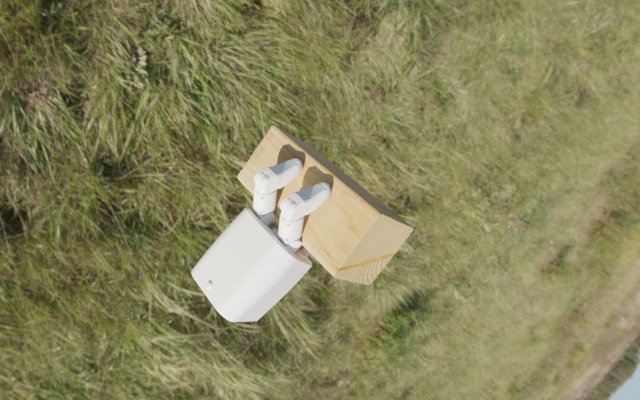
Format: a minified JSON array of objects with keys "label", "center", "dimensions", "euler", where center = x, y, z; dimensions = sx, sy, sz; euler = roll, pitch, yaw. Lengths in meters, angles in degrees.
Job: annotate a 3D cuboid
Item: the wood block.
[{"label":"wood block","center":[0.000,0.002,0.600],"dimensions":[0.206,0.090,0.091],"euler":[42,11,35]}]
